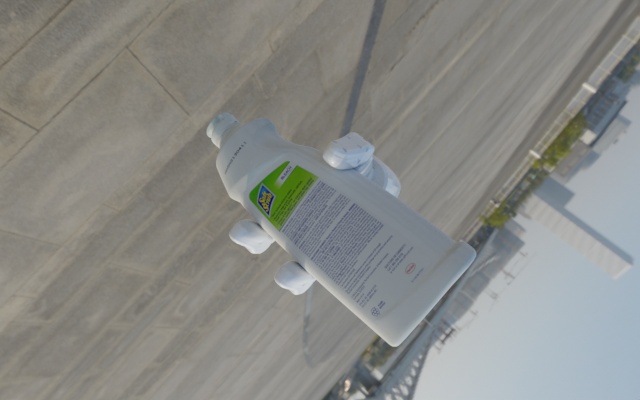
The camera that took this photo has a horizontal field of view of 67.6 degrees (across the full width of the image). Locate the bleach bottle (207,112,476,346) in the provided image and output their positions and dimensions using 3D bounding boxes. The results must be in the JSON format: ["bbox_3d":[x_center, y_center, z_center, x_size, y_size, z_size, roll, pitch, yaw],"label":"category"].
[{"bbox_3d":[0.000,0.001,0.410,0.250,0.102,0.068,41,11,17],"label":"bleach bottle"}]
